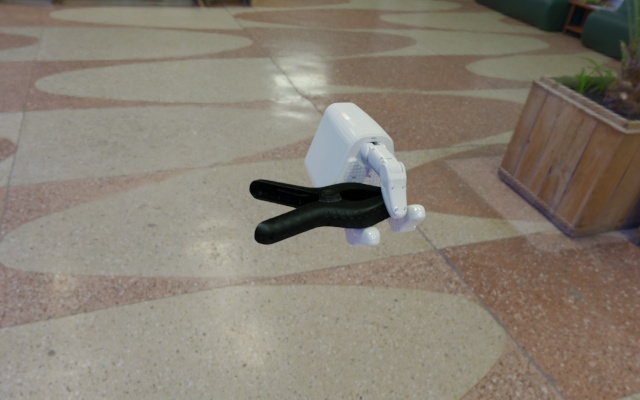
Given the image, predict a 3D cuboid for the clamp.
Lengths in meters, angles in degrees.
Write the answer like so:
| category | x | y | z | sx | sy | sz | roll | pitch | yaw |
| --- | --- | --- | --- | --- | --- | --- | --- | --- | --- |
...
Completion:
| category | x | y | z | sx | sy | sz | roll | pitch | yaw |
| --- | --- | --- | --- | --- | --- | --- | --- | --- | --- |
| clamp | 0.000 | 0.001 | 0.533 | 0.171 | 0.039 | 0.120 | -5 | 34 | -19 |
